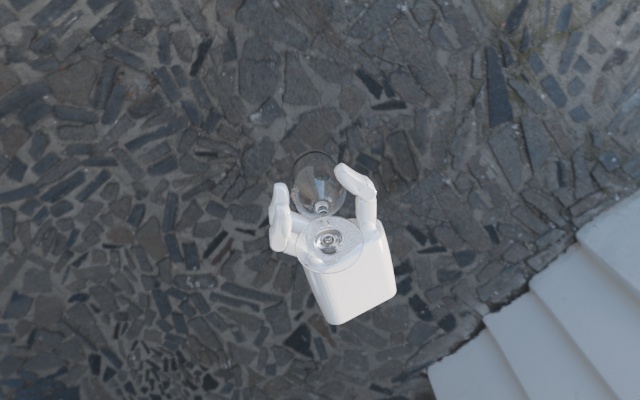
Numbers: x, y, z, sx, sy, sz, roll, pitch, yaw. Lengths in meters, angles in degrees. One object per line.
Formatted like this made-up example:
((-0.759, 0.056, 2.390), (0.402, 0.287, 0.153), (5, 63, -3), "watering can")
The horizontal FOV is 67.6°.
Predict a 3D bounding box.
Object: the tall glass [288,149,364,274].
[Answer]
((0.000, 0.002, 0.596), (0.079, 0.079, 0.201), (0, 29, -7), "tall glass")
